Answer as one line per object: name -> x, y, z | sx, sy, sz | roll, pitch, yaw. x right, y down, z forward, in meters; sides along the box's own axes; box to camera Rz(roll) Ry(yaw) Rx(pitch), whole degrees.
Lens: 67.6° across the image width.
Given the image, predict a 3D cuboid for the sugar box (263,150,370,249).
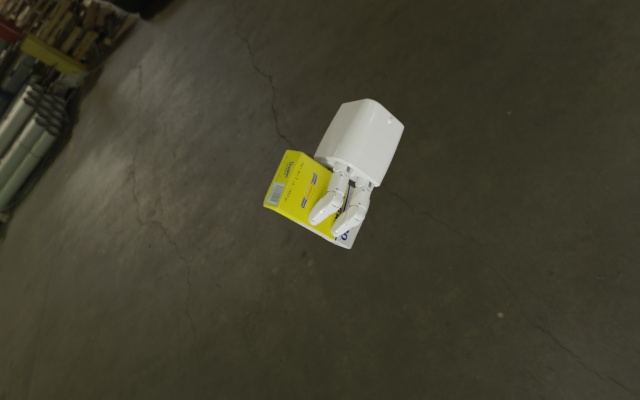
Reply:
sugar box -> 0.000, 0.002, 0.748 | 0.176, 0.093, 0.048 | 30, -10, -39
